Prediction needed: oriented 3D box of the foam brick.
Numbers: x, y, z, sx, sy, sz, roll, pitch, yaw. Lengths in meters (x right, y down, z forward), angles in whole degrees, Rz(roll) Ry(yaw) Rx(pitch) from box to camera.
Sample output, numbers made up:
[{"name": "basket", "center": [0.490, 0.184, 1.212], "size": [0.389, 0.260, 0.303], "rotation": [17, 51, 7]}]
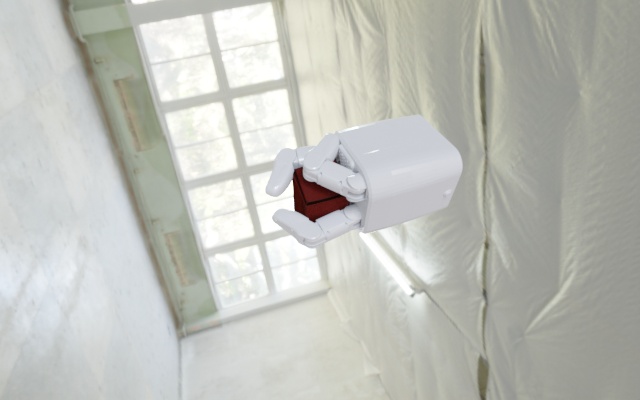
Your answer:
[{"name": "foam brick", "center": [0.000, 0.002, 0.538], "size": [0.051, 0.053, 0.078], "rotation": [-15, -33, -12]}]
